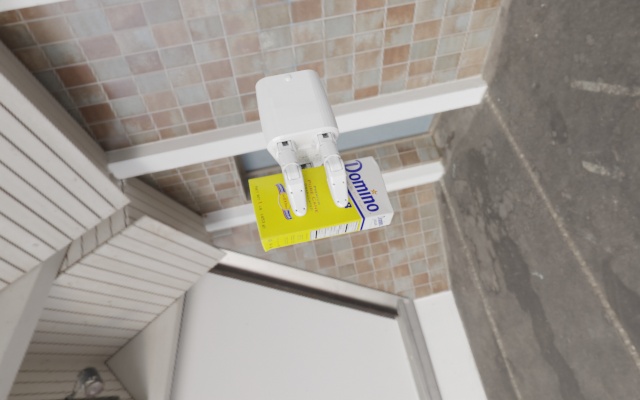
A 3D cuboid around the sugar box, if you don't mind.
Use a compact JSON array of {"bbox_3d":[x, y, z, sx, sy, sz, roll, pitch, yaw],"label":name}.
[{"bbox_3d":[0.000,0.002,0.637,0.176,0.093,0.048,-13,-26,-6],"label":"sugar box"}]
